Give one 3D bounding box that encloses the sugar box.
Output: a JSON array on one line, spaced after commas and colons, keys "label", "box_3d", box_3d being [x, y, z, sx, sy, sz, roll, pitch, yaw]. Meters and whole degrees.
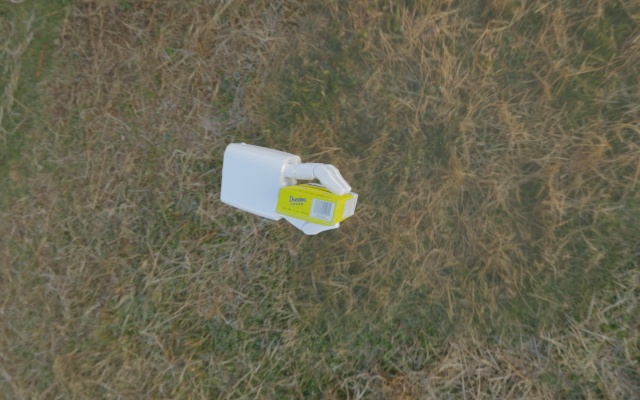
[{"label": "sugar box", "box_3d": [0.000, 0.002, 0.780, 0.093, 0.048, 0.176, 14, 10, 12]}]
